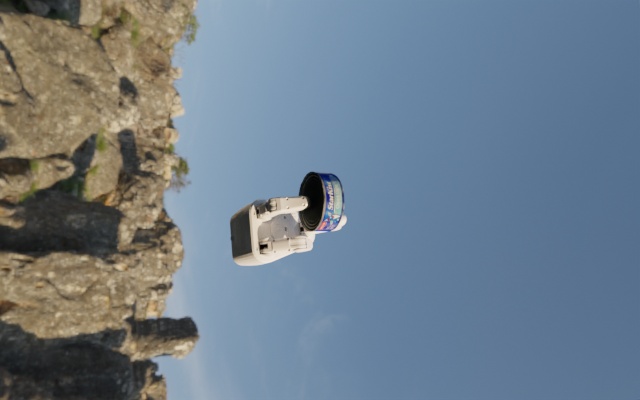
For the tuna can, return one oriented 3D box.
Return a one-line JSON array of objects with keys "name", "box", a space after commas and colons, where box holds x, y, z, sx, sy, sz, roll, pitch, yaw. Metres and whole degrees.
[{"name": "tuna can", "box": [0.001, 0.002, 0.684, 0.034, 0.086, 0.086, 2, -1, -27]}]
